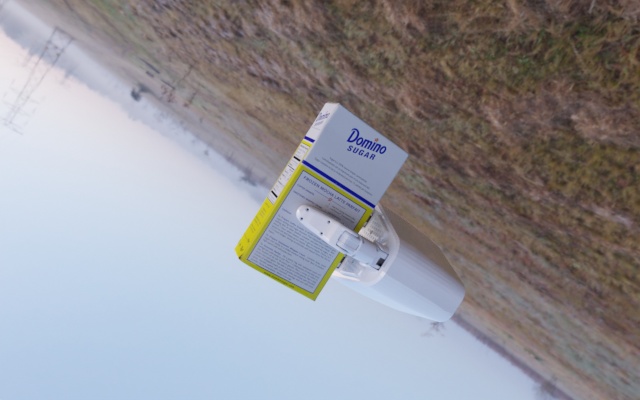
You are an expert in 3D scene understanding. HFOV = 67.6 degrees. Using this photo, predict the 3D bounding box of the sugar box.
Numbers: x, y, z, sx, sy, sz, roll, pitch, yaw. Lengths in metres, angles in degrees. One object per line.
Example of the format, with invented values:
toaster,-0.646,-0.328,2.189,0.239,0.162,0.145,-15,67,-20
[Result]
sugar box,0.000,0.002,0.475,0.093,0.176,0.048,32,0,-22
